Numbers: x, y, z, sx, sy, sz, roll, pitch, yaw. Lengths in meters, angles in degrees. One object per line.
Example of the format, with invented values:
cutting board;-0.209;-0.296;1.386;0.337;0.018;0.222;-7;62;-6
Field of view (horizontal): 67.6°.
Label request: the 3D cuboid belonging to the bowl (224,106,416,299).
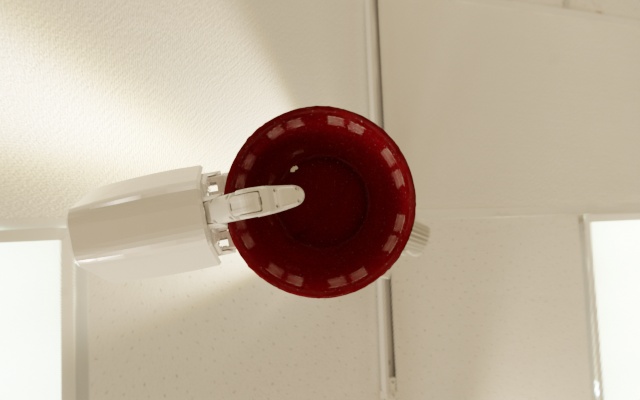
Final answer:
bowl;0.001;0.001;0.424;0.162;0.162;0.055;0;0;3
